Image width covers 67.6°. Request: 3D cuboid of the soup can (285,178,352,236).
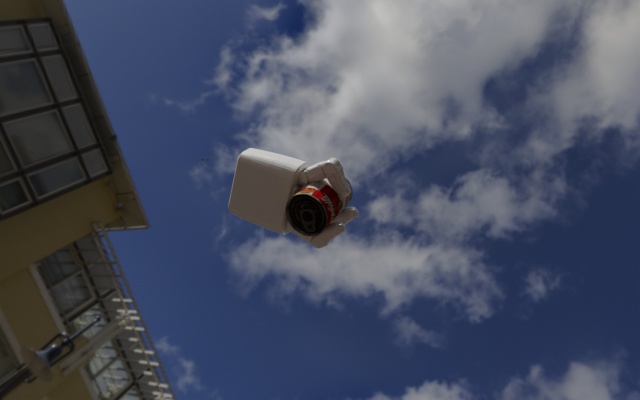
[{"bbox_3d":[0.001,0.002,0.733,0.068,0.068,0.102,0,23,27],"label":"soup can"}]
